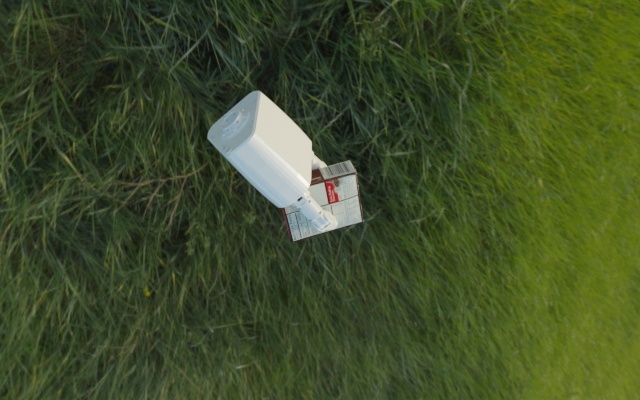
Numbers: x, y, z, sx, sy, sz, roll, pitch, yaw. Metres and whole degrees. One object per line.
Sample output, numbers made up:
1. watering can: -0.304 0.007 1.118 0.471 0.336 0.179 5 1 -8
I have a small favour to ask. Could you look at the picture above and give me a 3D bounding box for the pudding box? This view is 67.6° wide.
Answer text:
1. pudding box: 0.000 0.002 0.678 0.113 0.090 0.039 -15 36 -5
